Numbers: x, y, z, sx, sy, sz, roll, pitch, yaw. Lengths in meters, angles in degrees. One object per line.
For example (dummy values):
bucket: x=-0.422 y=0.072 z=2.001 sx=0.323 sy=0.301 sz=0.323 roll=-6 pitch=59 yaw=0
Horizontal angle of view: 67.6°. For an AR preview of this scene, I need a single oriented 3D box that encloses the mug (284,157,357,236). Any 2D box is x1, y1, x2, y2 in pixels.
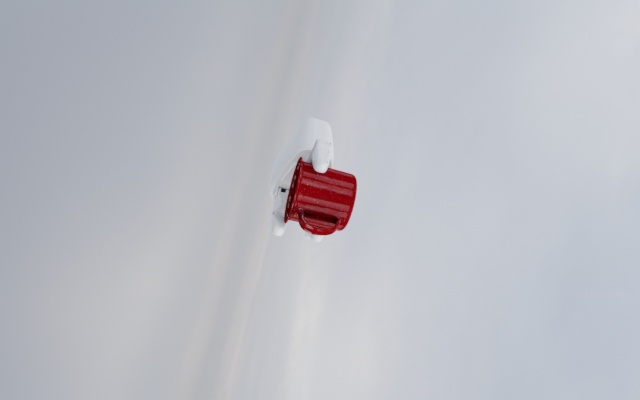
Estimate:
mug: x=0.000 y=0.003 z=0.645 sx=0.081 sy=0.093 sz=0.117 roll=13 pitch=38 yaw=-9
